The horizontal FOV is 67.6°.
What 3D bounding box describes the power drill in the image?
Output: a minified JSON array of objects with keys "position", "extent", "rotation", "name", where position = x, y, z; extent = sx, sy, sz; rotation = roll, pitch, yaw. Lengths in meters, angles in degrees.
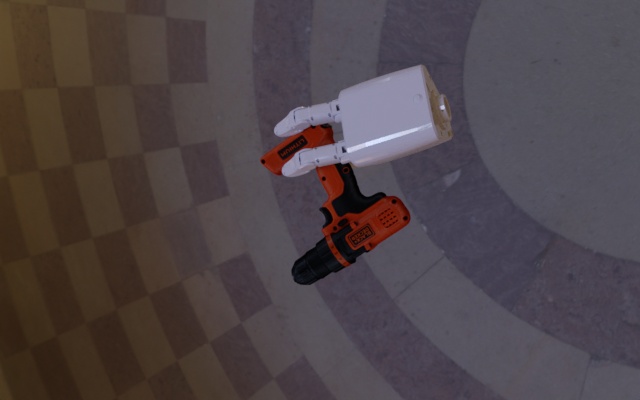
[{"position":[0.000,0.002,0.648],"extent":[0.184,0.187,0.057],"rotation":[-34,-1,12],"name":"power drill"}]
